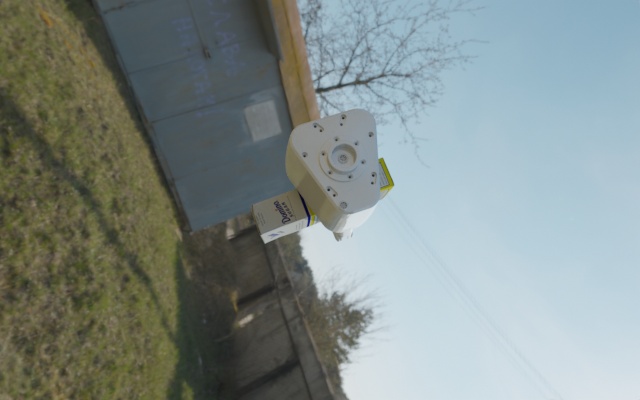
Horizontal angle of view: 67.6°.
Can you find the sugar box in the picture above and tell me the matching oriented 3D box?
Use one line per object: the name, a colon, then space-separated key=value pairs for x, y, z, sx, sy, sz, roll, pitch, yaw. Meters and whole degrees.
sugar box: x=0.000 y=0.001 z=0.620 sx=0.176 sy=0.048 sz=0.093 roll=-18 pitch=-10 yaw=-7
